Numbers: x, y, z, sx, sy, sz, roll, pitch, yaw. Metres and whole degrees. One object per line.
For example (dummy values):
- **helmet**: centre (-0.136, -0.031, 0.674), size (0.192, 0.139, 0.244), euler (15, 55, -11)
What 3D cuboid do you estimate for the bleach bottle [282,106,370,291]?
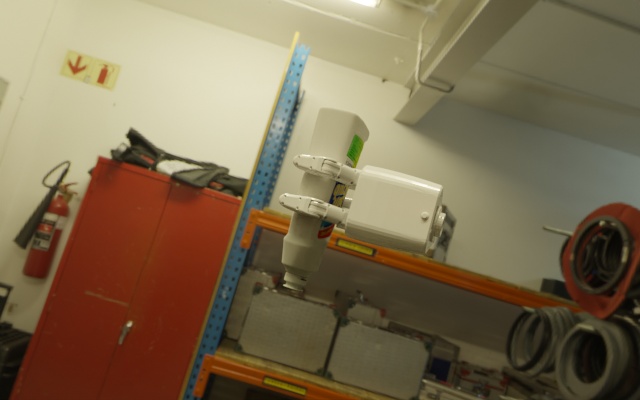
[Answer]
- **bleach bottle**: centre (0.000, 0.002, 0.673), size (0.068, 0.251, 0.102), euler (15, -6, 18)
